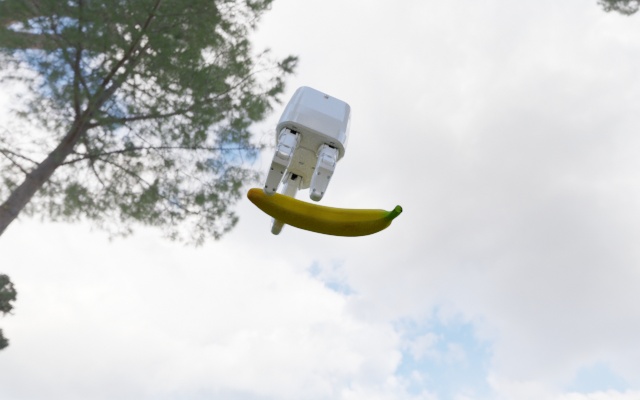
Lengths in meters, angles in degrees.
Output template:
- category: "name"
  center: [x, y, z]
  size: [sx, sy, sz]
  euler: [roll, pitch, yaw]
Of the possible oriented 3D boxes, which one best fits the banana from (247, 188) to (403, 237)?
- category: "banana"
  center: [0.005, 0.016, 0.608]
  size: [0.198, 0.070, 0.037]
  euler: [5, 45, 12]
